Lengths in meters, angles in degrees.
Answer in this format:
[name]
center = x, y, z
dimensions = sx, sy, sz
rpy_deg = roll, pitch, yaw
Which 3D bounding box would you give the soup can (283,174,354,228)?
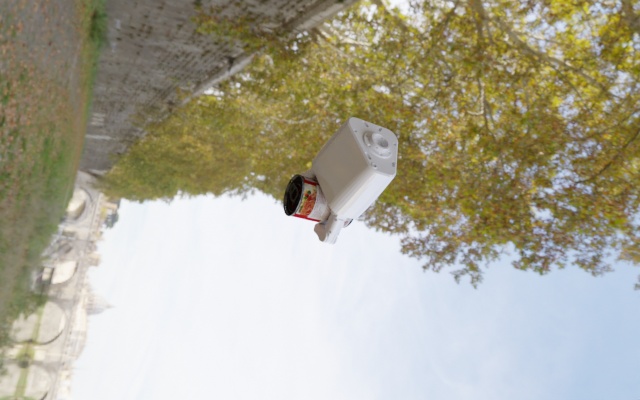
[soup can]
center = 0.000, 0.003, 0.769
dimensions = 0.102, 0.068, 0.068
rpy_deg = 14, -7, -26
